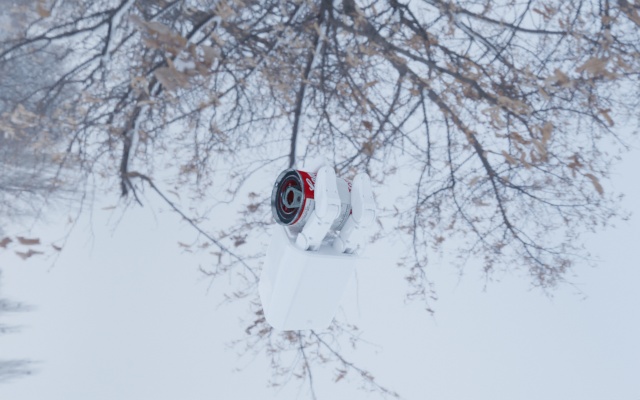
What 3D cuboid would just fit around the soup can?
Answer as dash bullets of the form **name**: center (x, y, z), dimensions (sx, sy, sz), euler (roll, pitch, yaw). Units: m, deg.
- **soup can**: center (0.000, 0.001, 0.585), dimensions (0.102, 0.068, 0.068), euler (8, -5, -36)
